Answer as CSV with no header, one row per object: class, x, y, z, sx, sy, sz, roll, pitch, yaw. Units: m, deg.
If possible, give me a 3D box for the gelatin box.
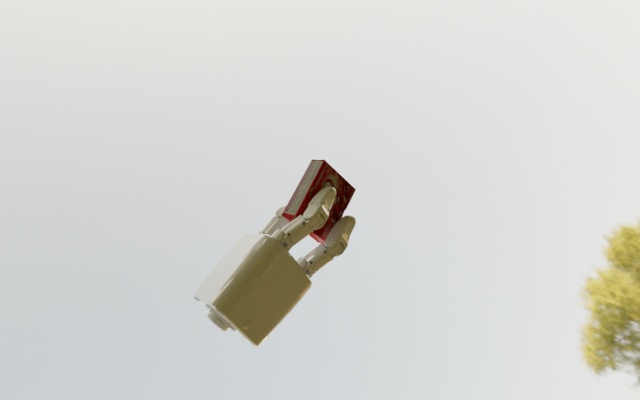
gelatin box,0.000,0.002,0.628,0.030,0.089,0.073,9,-24,48
